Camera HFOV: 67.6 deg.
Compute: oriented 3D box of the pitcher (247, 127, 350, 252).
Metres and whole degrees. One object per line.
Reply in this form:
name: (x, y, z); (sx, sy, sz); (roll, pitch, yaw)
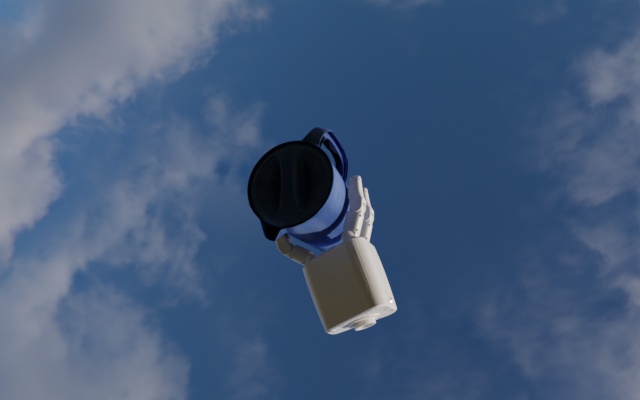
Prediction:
pitcher: (0.000, 0.003, 0.774); (0.149, 0.145, 0.243); (-27, -26, 11)
